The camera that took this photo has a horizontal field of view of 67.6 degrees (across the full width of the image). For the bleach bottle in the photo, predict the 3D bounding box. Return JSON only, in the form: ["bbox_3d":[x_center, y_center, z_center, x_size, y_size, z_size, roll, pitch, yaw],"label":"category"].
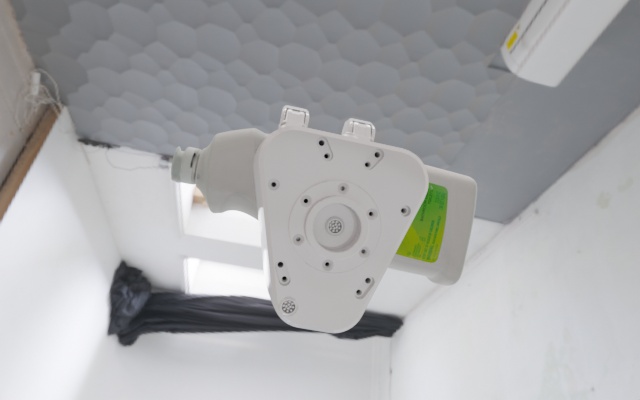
[{"bbox_3d":[0.000,0.001,0.411,0.251,0.102,0.068,11,0,-7],"label":"bleach bottle"}]
